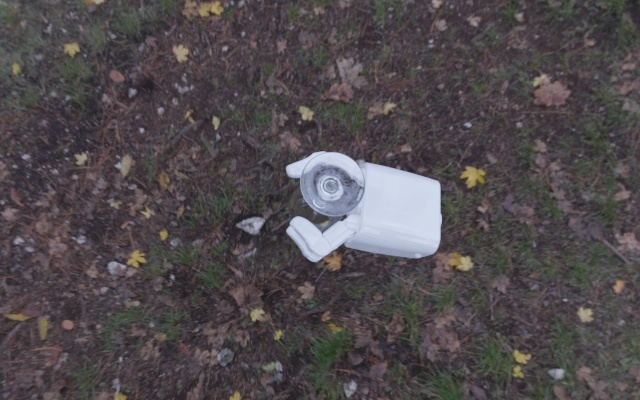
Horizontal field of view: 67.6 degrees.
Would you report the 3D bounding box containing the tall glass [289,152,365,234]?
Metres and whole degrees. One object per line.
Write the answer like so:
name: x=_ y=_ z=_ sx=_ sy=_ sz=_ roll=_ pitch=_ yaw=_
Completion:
tall glass: x=0.000 y=0.002 z=0.629 sx=0.079 sy=0.079 sz=0.201 roll=0 pitch=-12 yaw=-9
